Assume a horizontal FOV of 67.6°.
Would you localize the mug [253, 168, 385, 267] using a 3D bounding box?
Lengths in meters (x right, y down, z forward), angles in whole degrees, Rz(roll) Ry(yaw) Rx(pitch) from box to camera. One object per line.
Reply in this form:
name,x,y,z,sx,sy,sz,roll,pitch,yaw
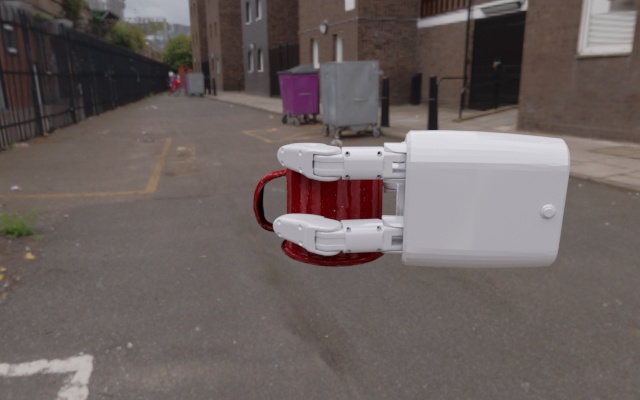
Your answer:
mug,-0.001,0.001,0.412,0.117,0.081,0.093,2,15,6
